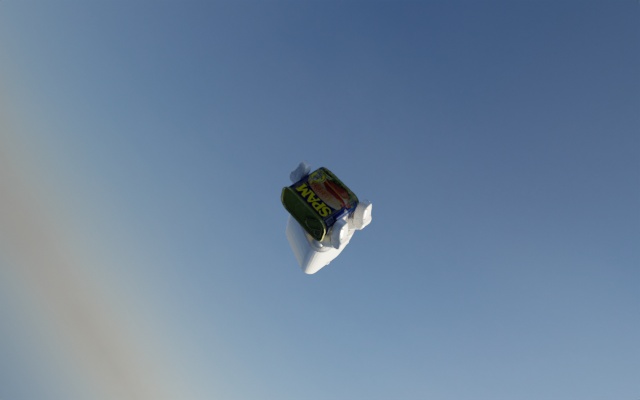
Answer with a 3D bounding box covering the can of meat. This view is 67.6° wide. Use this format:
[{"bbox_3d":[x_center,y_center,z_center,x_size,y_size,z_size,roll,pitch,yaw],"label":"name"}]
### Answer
[{"bbox_3d":[0.000,0.002,0.780,0.084,0.102,0.057,-34,-21,-30],"label":"can of meat"}]
